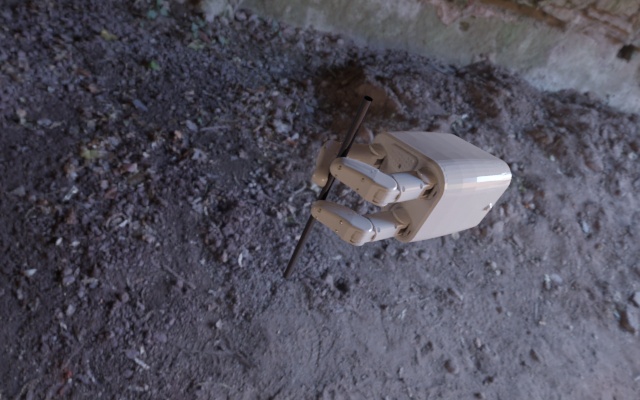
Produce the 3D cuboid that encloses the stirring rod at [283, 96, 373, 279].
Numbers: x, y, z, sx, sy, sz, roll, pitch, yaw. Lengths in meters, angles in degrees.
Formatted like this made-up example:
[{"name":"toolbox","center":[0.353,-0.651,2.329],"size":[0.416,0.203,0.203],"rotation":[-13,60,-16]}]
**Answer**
[{"name":"stirring rod","center":[0.000,0.002,0.464],"size":[0.011,0.011,0.240],"rotation":[0,-44,-27]}]
